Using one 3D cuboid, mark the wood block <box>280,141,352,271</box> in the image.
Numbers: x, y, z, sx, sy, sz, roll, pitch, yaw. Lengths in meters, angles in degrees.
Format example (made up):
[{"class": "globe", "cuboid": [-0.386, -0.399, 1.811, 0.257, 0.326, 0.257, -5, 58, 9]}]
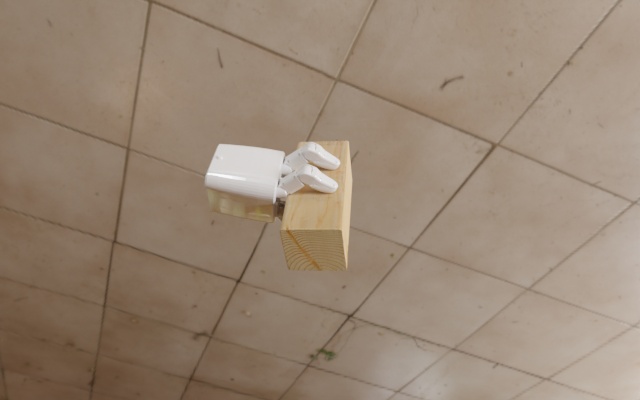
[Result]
[{"class": "wood block", "cuboid": [0.000, 0.003, 0.756, 0.090, 0.091, 0.206, -1, 43, 8]}]
